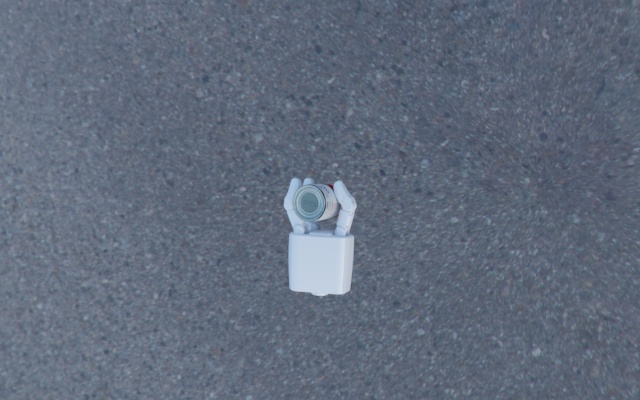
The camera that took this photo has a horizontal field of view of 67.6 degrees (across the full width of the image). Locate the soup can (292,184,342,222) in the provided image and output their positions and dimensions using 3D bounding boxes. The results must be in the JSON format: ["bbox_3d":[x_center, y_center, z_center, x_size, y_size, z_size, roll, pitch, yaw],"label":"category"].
[{"bbox_3d":[0.000,0.002,0.879,0.068,0.068,0.102,0,2,26],"label":"soup can"}]
